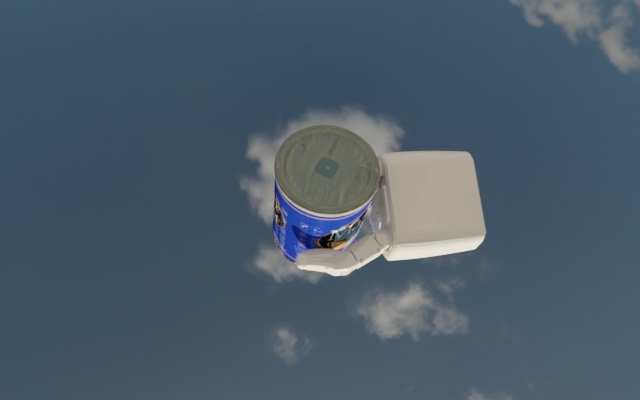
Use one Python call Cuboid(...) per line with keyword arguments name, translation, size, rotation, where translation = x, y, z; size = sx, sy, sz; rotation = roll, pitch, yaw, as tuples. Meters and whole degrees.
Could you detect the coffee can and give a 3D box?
Cuboid(name="coffee can", translation=(0.000, 0.002, 0.517), size=(0.103, 0.102, 0.140), rotation=(0, -29, -7))
